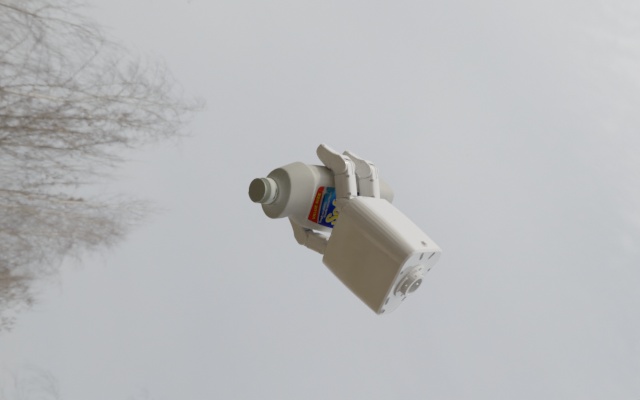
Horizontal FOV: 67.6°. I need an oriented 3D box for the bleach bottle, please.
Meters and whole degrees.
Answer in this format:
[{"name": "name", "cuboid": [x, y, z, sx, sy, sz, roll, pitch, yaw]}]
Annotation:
[{"name": "bleach bottle", "cuboid": [0.000, 0.002, 0.648, 0.068, 0.102, 0.251, 43, 22, 32]}]
